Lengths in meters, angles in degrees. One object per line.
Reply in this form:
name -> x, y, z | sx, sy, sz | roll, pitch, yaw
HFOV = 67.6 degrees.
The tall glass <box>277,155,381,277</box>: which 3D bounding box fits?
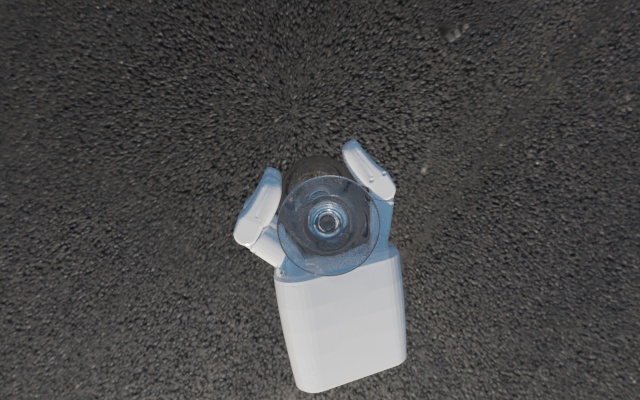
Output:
tall glass -> 0.000, 0.001, 0.436 | 0.079, 0.079, 0.201 | 0, 11, -4
